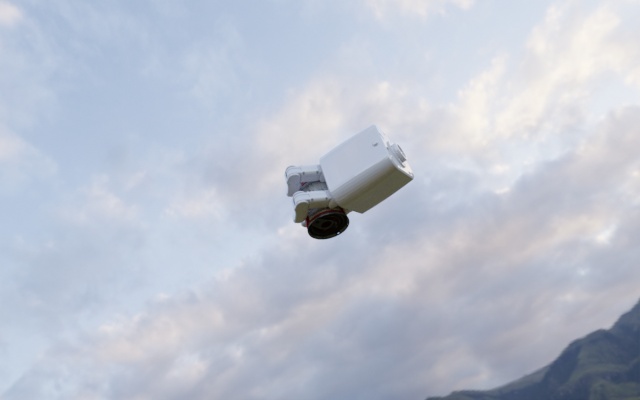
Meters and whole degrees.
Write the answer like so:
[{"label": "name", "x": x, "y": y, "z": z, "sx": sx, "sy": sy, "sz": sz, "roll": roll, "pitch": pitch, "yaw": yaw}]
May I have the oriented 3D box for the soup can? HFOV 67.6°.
[{"label": "soup can", "x": 0.000, "y": 0.003, "z": 0.771, "sx": 0.068, "sy": 0.102, "sz": 0.069, "roll": -12, "pitch": -37, "yaw": -9}]
